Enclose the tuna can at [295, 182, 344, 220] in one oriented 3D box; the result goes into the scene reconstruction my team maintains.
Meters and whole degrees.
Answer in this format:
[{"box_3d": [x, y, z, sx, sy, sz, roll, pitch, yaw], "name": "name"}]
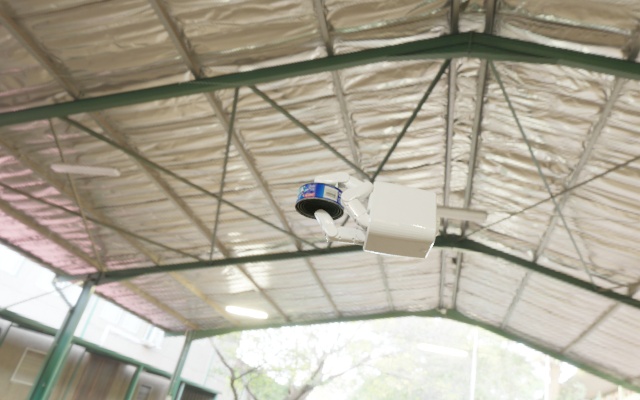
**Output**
[{"box_3d": [0.000, 0.002, 0.832, 0.086, 0.033, 0.086, 7, -27, 3], "name": "tuna can"}]
